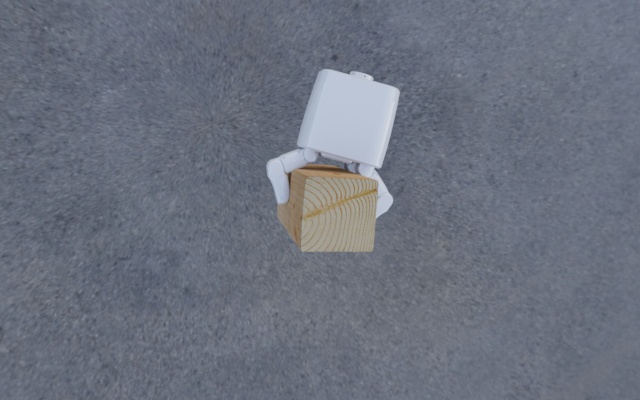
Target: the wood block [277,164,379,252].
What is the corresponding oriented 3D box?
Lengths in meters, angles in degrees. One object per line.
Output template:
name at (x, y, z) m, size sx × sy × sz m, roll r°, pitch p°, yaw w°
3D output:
wood block at (0.000, 0.002, 0.654) m, size 0.091 × 0.090 × 0.206 m, roll 2°, pitch 8°, yaw -13°
